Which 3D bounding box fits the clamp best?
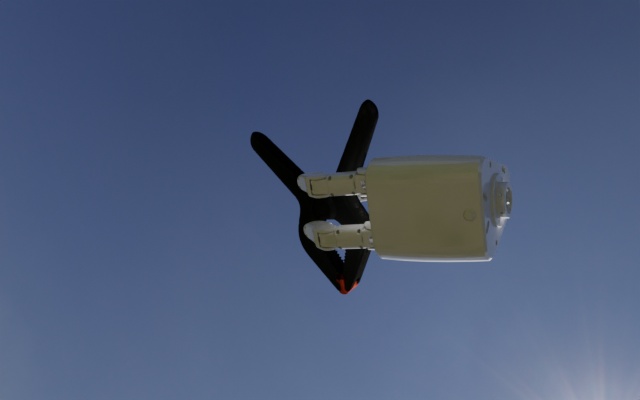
[{"bbox_3d":[0.001,0.002,0.540,0.164,0.210,0.036,-1,13,33],"label":"clamp"}]
